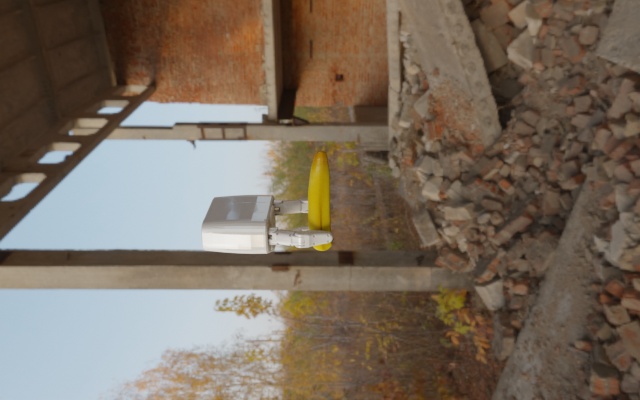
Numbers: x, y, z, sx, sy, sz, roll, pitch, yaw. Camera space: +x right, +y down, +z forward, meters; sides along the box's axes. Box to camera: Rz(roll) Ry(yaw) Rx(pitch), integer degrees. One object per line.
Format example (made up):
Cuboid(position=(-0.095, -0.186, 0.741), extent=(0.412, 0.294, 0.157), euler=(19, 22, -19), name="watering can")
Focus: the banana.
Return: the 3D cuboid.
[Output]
Cuboid(position=(-0.001, 0.017, 0.774), extent=(0.037, 0.198, 0.069), euler=(0, 40, 4), name="banana")
